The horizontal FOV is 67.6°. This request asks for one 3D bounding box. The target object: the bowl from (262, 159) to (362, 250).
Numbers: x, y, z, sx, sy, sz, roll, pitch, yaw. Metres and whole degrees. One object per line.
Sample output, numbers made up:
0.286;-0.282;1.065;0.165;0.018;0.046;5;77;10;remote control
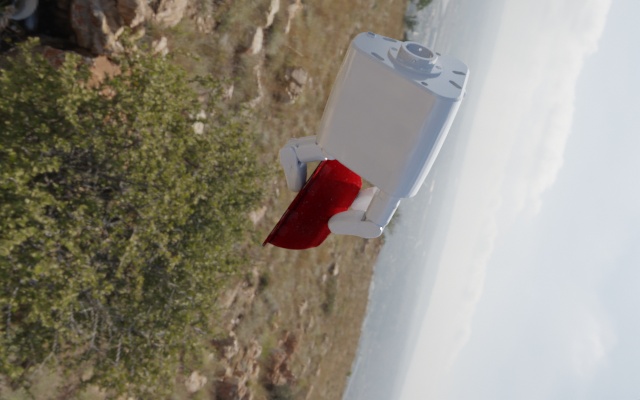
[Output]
0.000;0.003;0.559;0.055;0.162;0.162;36;-2;-3;bowl
